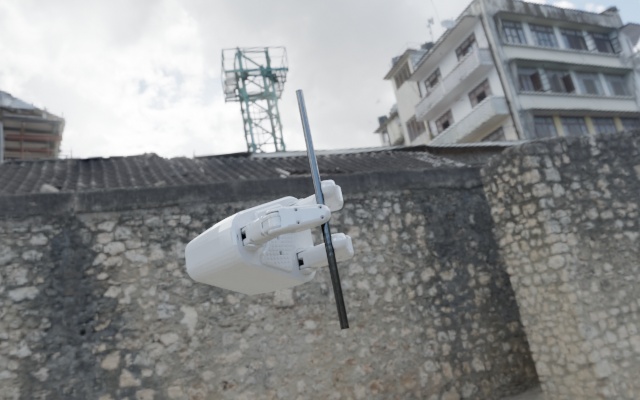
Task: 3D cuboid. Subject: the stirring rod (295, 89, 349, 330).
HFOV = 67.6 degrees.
[{"bbox_3d":[0.000,0.002,0.460,0.011,0.239,0.011,-10,-15,-3],"label":"stirring rod"}]
